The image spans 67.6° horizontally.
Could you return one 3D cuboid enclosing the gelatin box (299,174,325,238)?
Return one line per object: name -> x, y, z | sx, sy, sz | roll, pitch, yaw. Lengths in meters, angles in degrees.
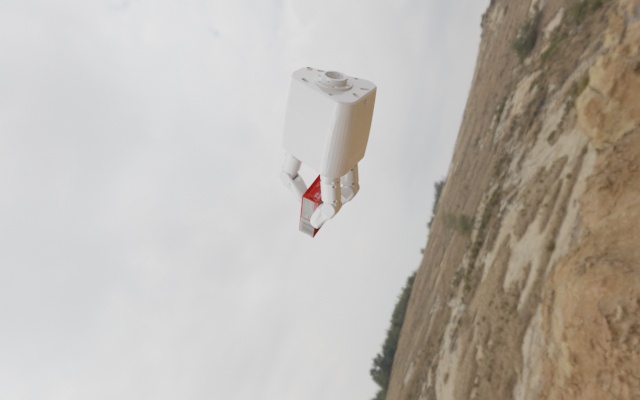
gelatin box -> 0.000, 0.002, 0.725 | 0.030, 0.089, 0.073 | 27, 52, 15
